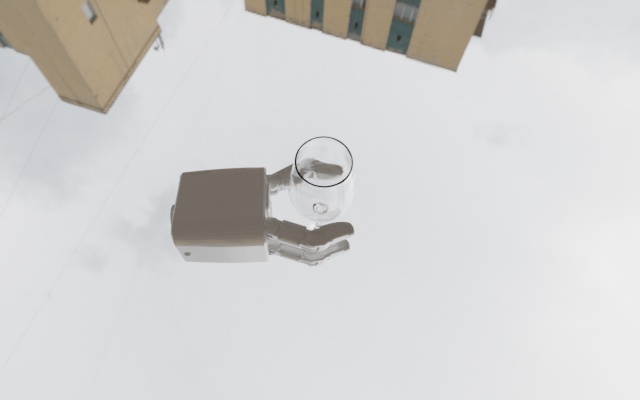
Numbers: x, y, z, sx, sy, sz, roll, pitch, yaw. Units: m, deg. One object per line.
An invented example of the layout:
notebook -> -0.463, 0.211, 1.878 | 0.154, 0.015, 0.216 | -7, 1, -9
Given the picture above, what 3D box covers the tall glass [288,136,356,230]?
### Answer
tall glass -> 0.000, 0.002, 0.586 | 0.079, 0.079, 0.201 | 0, -26, -3
